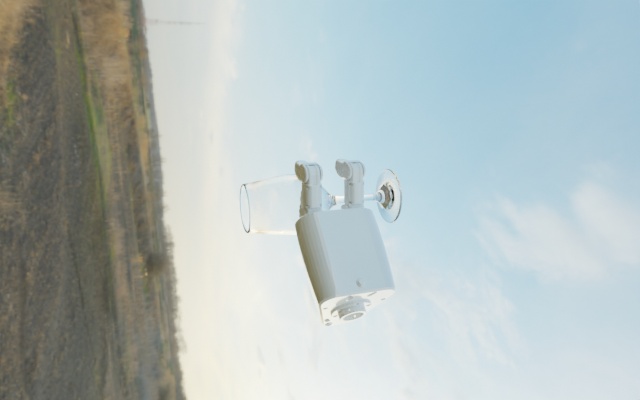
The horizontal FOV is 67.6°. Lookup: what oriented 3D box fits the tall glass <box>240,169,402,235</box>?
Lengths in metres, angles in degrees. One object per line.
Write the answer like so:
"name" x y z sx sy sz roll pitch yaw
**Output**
"tall glass" 0.001 0.002 0.621 0.201 0.079 0.079 -5 1 -19
